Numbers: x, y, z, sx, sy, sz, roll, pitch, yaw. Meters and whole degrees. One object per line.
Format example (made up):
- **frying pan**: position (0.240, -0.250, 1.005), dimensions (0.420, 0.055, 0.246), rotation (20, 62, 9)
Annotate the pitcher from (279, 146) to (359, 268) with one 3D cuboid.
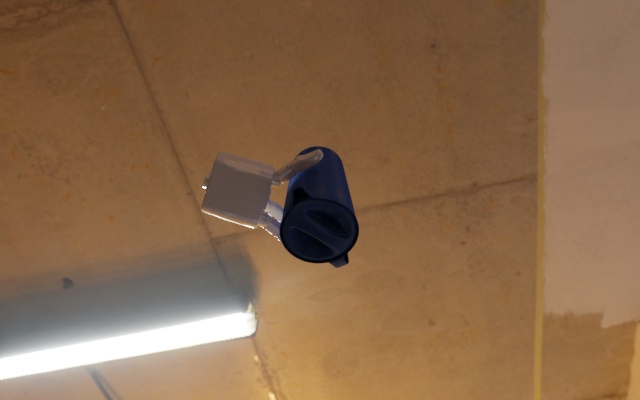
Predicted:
- **pitcher**: position (0.000, 0.003, 0.898), dimensions (0.145, 0.149, 0.242), rotation (15, 30, -9)
